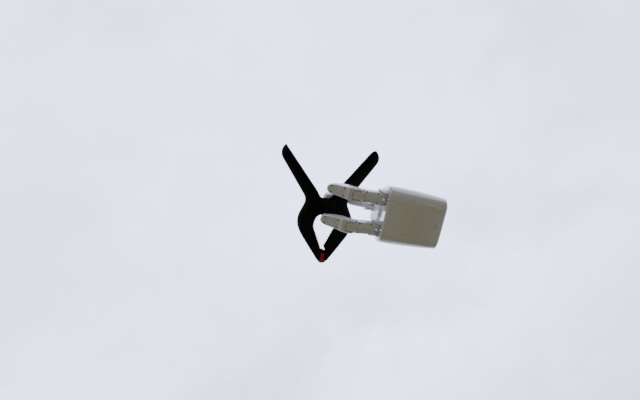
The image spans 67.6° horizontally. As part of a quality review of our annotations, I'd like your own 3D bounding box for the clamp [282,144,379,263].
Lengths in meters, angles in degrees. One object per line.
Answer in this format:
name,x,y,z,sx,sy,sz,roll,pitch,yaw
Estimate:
clamp,0.000,0.003,0.824,0.164,0.210,0.036,11,13,-7
